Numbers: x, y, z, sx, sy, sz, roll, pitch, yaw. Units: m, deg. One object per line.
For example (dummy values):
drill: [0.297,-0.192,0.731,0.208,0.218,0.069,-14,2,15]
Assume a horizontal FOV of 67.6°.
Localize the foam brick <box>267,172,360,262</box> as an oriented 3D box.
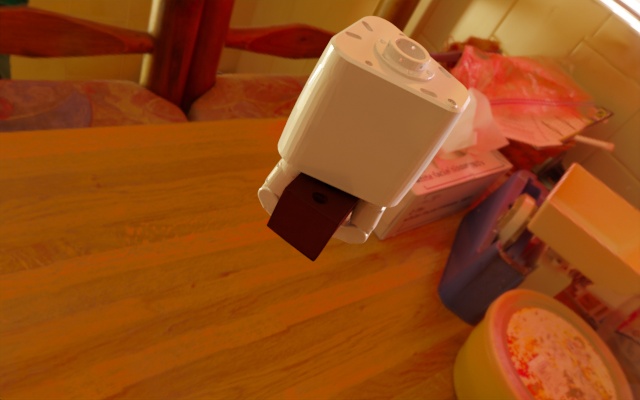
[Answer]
foam brick: [0.000,0.002,0.413,0.053,0.051,0.078,35,43,4]
